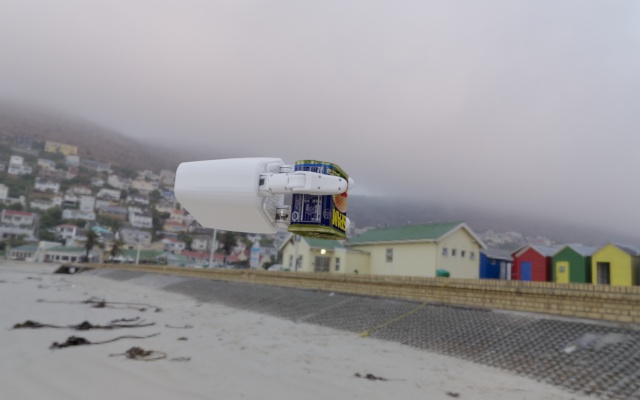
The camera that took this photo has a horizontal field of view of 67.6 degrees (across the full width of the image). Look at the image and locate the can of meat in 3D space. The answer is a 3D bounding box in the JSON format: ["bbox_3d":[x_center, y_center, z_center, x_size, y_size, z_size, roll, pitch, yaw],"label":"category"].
[{"bbox_3d":[0.000,0.002,0.589,0.057,0.084,0.102,1,-10,16],"label":"can of meat"}]
